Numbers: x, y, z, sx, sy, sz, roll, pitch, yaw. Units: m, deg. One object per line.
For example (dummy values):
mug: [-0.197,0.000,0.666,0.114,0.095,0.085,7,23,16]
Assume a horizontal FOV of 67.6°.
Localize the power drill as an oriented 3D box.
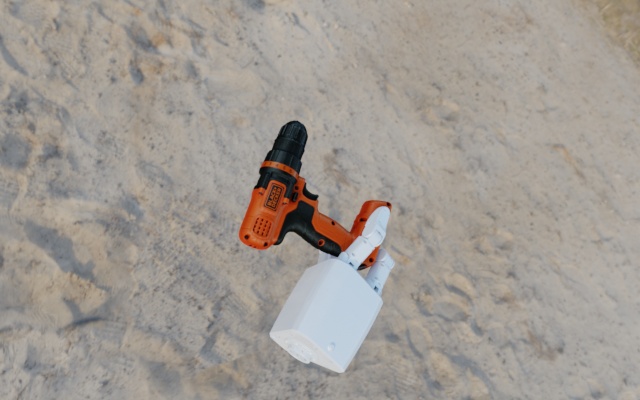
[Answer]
power drill: [0.000,0.003,0.651,0.188,0.184,0.057,23,-16,-13]
